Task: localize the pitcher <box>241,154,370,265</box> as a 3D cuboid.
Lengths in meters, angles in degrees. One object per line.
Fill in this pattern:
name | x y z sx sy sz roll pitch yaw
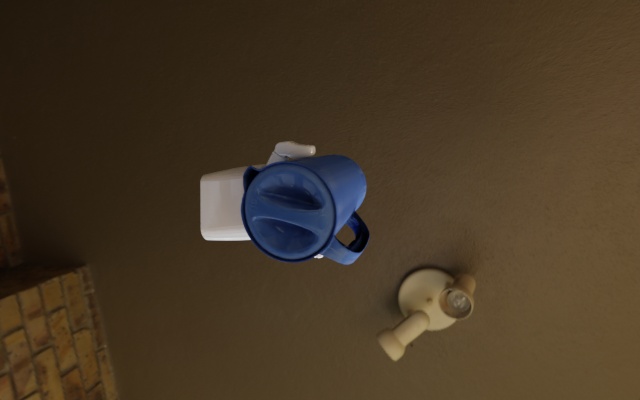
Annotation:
pitcher | 0.000 0.002 0.716 0.145 0.149 0.243 -6 9 20
